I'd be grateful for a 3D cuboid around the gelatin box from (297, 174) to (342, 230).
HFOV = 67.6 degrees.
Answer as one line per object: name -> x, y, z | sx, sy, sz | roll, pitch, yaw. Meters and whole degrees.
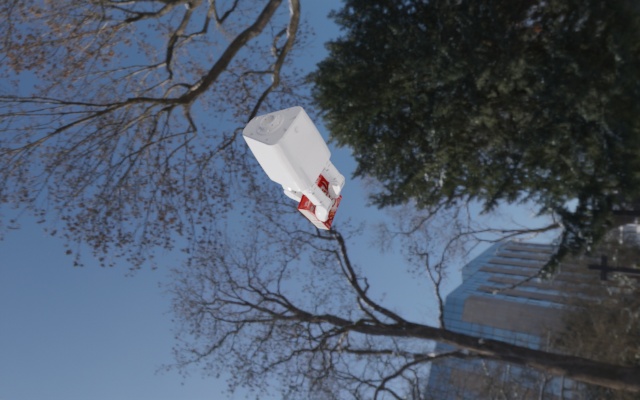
gelatin box -> 0.000, 0.003, 0.888 | 0.030, 0.073, 0.089 | 8, -23, 33
